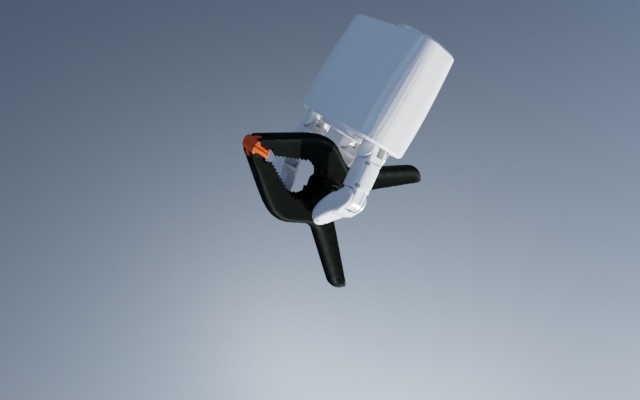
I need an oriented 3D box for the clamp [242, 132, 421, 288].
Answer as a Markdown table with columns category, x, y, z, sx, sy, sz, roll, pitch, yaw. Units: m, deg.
| category | x | y | z | sx | sy | sz | roll | pitch | yaw |
| --- | --- | --- | --- | --- | --- | --- | --- | --- | --- |
| clamp | 0.000 | 0.002 | 0.497 | 0.210 | 0.164 | 0.036 | 25 | 7 | -37 |
